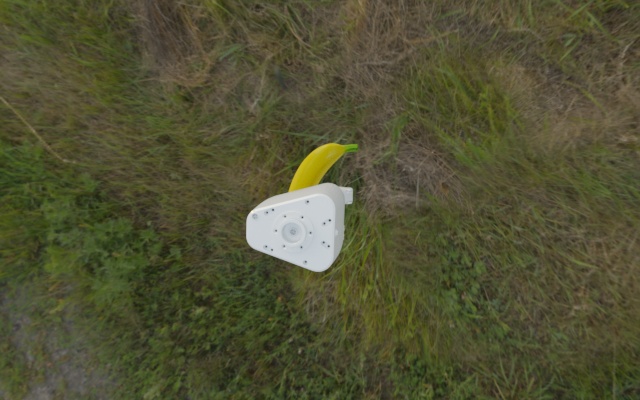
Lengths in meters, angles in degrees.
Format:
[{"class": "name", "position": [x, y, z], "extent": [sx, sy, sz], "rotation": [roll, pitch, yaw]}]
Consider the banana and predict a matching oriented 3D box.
[{"class": "banana", "position": [-0.015, -0.009, 0.727], "extent": [0.069, 0.198, 0.037], "rotation": [27, 7, -3]}]
